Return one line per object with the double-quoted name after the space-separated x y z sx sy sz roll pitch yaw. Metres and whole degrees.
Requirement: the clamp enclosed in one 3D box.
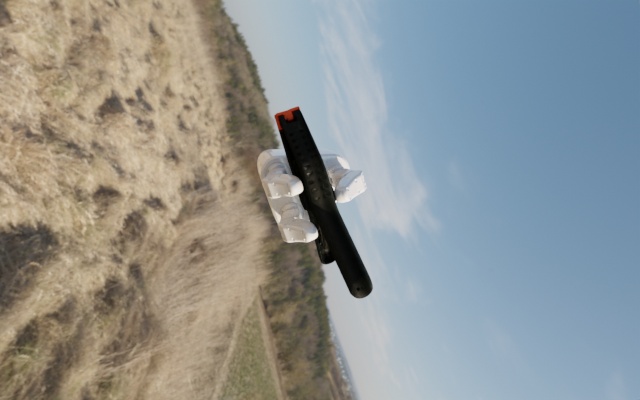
0.001 0.001 0.528 0.036 0.210 0.164 -21 16 -10 "clamp"
